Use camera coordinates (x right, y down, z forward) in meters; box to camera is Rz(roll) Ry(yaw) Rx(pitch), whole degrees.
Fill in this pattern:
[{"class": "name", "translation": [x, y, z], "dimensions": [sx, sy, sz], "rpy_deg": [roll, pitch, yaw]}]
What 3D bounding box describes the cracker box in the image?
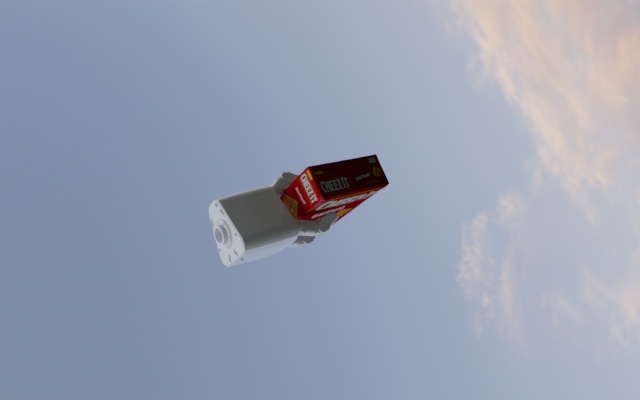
[{"class": "cracker box", "translation": [0.000, 0.003, 0.896], "dimensions": [0.164, 0.072, 0.214], "rpy_deg": [-14, -16, -38]}]
